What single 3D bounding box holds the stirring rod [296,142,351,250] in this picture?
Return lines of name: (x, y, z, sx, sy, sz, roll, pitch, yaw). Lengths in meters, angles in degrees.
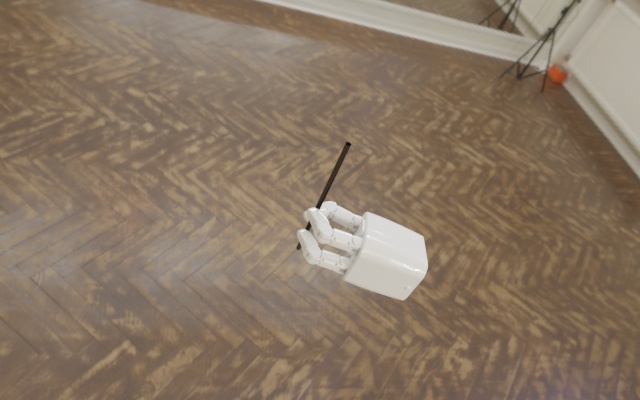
stirring rod: (0.000, 0.002, 0.723, 0.011, 0.011, 0.240, 0, -41, -24)
